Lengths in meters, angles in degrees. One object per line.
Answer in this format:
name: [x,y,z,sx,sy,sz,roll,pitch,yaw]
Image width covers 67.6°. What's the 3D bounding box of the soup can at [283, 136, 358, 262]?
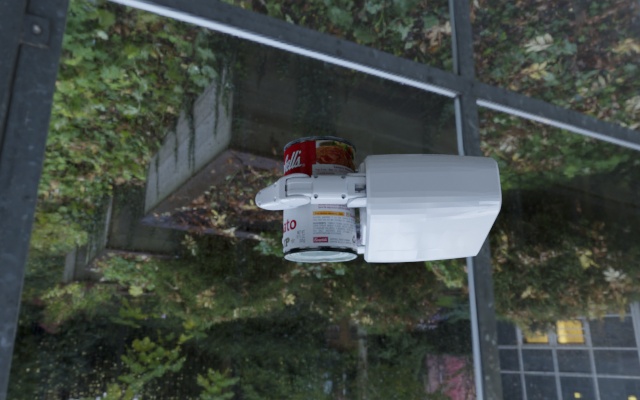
soup can: [0.000,0.002,0.435,0.068,0.102,0.068,0,-15,0]
